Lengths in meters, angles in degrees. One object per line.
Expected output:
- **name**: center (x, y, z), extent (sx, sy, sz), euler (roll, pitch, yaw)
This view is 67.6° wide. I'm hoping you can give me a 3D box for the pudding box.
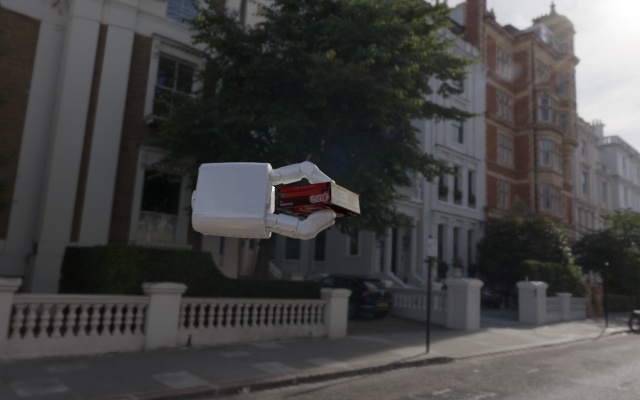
- **pudding box**: center (0.000, 0.002, 0.731), extent (0.090, 0.039, 0.113), euler (-5, -10, 27)
